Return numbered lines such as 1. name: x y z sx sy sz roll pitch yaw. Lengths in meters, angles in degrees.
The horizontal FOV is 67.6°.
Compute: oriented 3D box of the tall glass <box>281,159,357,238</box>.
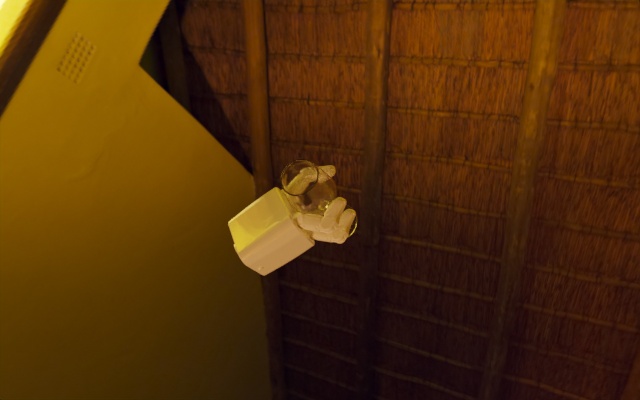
1. tall glass: 0.000 0.003 0.805 0.079 0.079 0.201 0 -23 20
